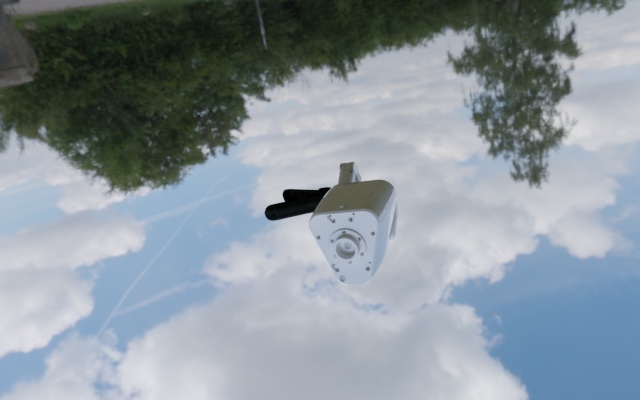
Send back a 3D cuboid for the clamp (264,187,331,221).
[{"bbox_3d":[0.000,0.003,0.733,0.171,0.039,0.120,-5,20,21],"label":"clamp"}]
